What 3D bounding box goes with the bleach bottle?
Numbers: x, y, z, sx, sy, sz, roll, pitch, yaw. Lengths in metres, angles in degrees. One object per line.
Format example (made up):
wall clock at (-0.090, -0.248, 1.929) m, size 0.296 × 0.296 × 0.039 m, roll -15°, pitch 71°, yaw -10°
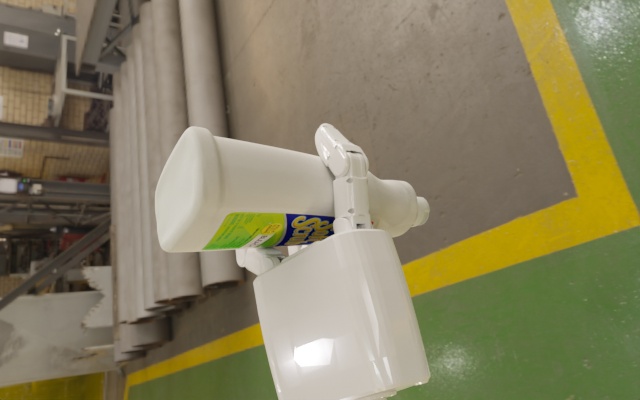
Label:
bleach bottle at (0.000, 0.001, 0.404) m, size 0.251 × 0.068 × 0.103 m, roll 3°, pitch -29°, yaw -34°
